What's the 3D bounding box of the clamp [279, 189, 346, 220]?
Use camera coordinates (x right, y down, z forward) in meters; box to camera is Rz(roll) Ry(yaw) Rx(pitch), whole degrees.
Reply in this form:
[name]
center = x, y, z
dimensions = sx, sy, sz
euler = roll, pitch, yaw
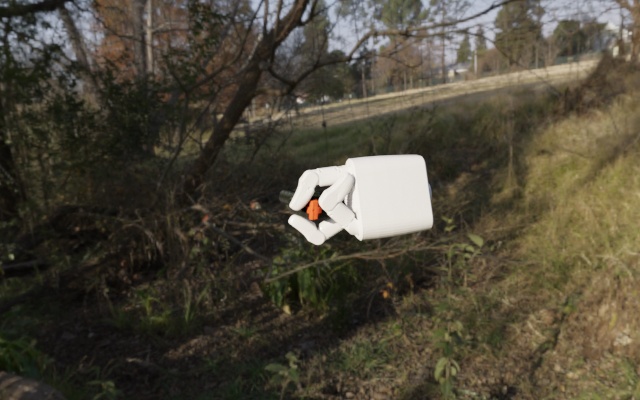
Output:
[clamp]
center = 0.000, 0.002, 0.752
dimensions = 0.120, 0.039, 0.171
euler = -7, 11, -8
